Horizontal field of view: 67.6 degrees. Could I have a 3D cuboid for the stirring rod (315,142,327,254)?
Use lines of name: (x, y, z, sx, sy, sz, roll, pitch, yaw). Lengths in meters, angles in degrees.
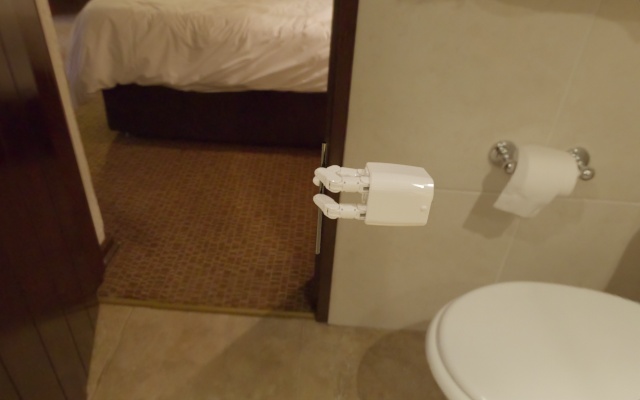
stirring rod: (0.000, 0.003, 0.862, 0.011, 0.240, 0.011, 2, 35, -2)
